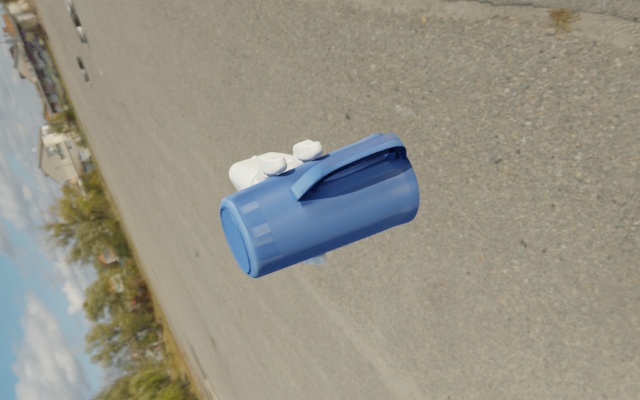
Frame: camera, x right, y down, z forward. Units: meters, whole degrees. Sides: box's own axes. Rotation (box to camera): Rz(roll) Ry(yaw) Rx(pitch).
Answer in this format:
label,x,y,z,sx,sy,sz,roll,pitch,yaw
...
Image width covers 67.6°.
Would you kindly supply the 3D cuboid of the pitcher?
label,x,y,z,sx,sy,sz,roll,pitch,yaw
pitcher,0.000,0.002,0.621,0.243,0.149,0.145,-22,21,-23
